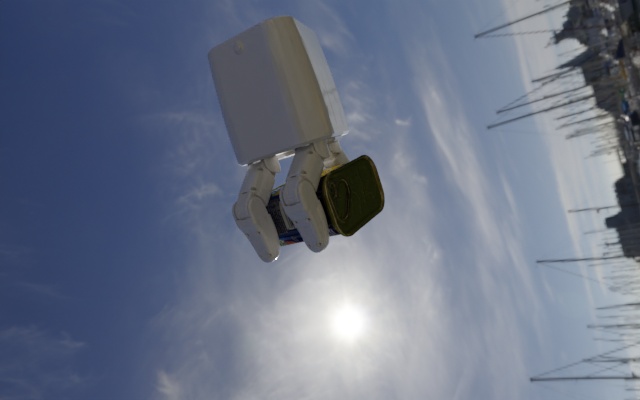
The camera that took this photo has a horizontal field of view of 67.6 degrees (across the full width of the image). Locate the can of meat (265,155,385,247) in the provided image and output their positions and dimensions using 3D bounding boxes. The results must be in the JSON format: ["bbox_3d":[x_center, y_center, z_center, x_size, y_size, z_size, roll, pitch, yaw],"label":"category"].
[{"bbox_3d":[0.000,0.002,0.448,0.084,0.057,0.102,-13,10,33],"label":"can of meat"}]
